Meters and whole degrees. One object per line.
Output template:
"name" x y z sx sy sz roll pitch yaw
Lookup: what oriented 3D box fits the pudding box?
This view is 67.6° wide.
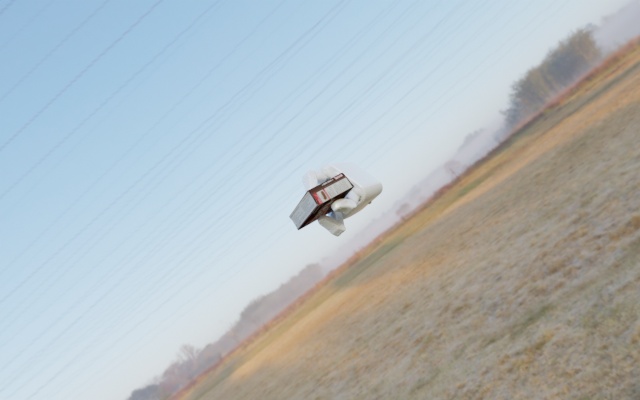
"pudding box" 0.000 0.003 0.890 0.090 0.039 0.113 -29 -14 -32
